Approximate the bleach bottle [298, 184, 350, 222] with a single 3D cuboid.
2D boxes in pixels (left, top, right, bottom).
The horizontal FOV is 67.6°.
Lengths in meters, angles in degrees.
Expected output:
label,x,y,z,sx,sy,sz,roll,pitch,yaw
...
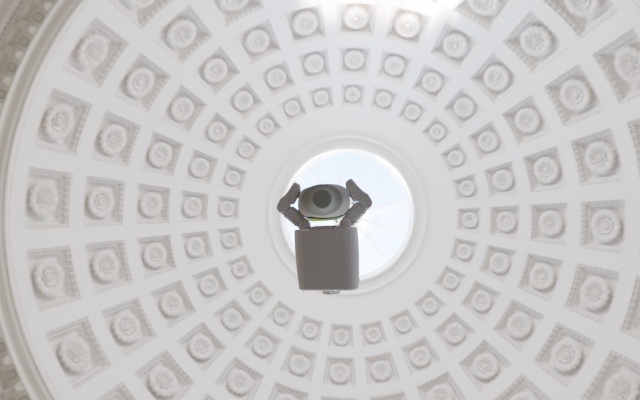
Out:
label,x,y,z,sx,sy,sz,roll,pitch,yaw
bleach bottle,0.000,0.003,0.825,0.102,0.068,0.251,-2,-2,3
